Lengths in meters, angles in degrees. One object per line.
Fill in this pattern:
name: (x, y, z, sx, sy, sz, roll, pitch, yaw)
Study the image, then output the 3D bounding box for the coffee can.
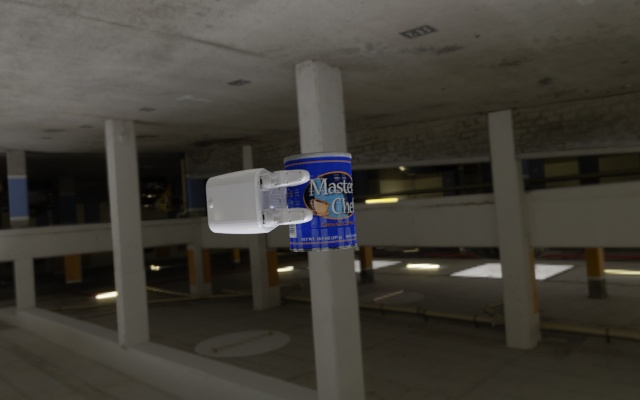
coffee can: (0.000, 0.002, 0.725, 0.103, 0.140, 0.103, -4, -1, 0)
